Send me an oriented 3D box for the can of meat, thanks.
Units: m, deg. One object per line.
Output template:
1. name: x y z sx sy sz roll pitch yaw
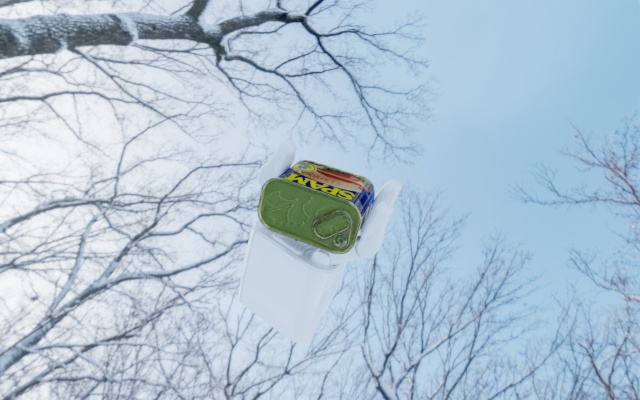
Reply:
1. can of meat: 0.000 0.001 0.490 0.102 0.057 0.084 19 24 12
